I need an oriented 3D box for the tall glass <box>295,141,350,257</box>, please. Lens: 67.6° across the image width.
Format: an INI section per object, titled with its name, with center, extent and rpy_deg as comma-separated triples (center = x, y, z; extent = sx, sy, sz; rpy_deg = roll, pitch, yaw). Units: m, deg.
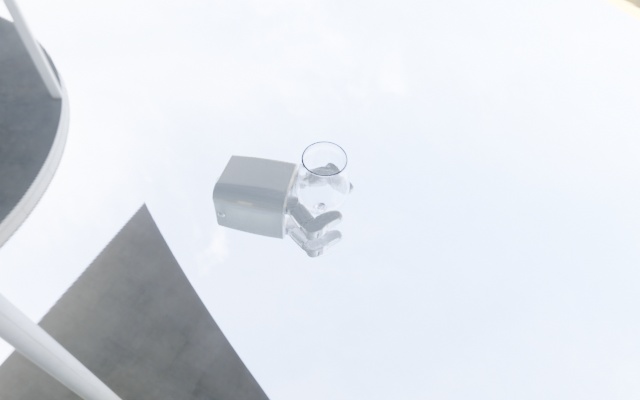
[tall glass]
center = 0.000, 0.003, 0.712
extent = 0.079, 0.079, 0.201
rpy_deg = 0, -36, -4
